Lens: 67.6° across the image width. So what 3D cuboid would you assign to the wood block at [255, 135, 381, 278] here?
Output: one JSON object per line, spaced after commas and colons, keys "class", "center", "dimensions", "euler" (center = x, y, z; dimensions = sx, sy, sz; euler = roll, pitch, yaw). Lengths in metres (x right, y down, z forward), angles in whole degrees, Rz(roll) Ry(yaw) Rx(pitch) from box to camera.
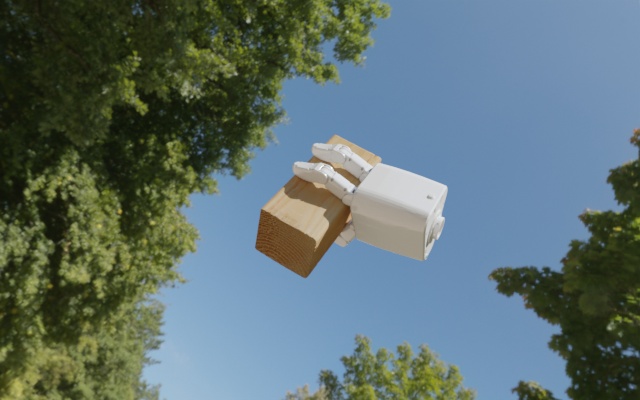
{"class": "wood block", "center": [0.000, 0.003, 0.712], "dimensions": [0.090, 0.091, 0.206], "euler": [29, 47, 14]}
